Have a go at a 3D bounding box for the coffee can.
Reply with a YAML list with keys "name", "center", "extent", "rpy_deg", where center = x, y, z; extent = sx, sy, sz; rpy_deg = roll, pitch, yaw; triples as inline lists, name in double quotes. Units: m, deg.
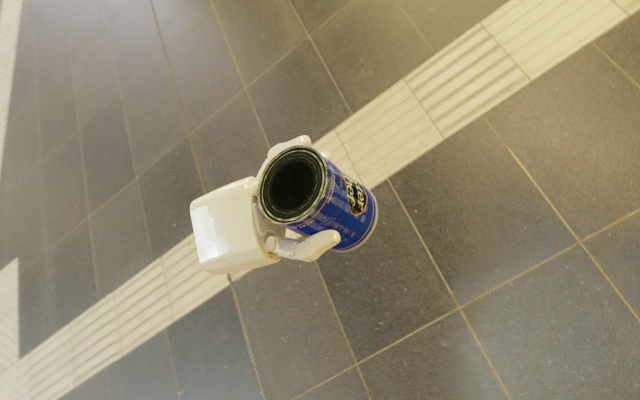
- name: "coffee can"
  center: [0.000, 0.002, 0.626]
  extent: [0.103, 0.102, 0.140]
  rpy_deg: [0, -18, 33]
